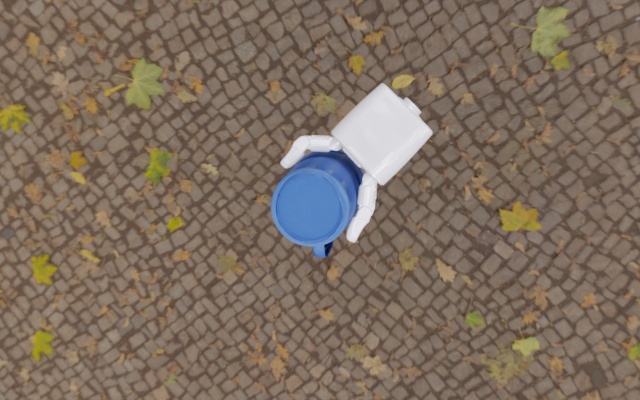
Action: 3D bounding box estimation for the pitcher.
[{"bbox_3d":[0.000,0.002,0.745,0.145,0.149,0.243,-44,2,12],"label":"pitcher"}]
